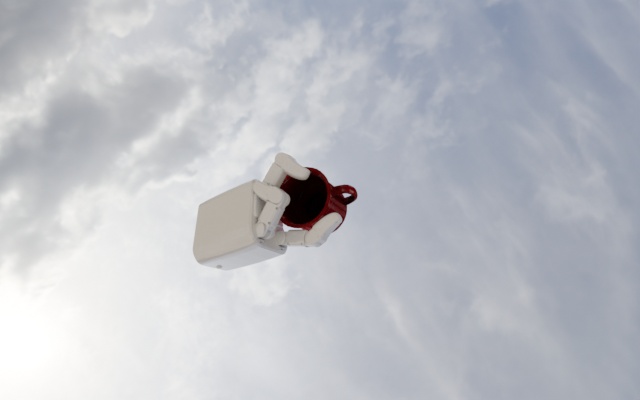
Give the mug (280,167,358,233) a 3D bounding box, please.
[{"bbox_3d":[0.001,0.002,0.718,0.117,0.093,0.081,-20,-24,20],"label":"mug"}]
